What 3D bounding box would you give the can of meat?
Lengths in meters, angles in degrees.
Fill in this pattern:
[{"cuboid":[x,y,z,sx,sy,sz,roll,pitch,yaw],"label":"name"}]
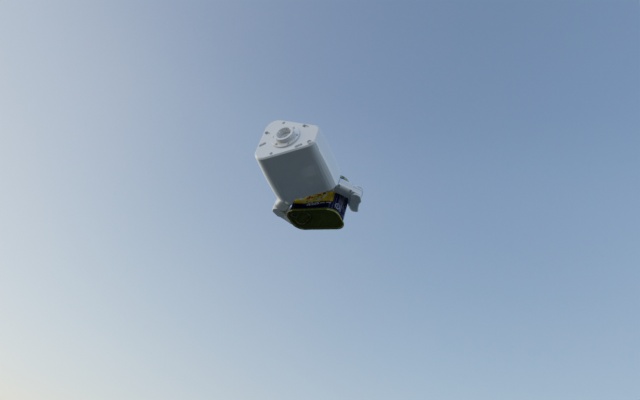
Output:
[{"cuboid":[0.000,0.003,0.862,0.102,0.084,0.057,-3,-40,26],"label":"can of meat"}]
